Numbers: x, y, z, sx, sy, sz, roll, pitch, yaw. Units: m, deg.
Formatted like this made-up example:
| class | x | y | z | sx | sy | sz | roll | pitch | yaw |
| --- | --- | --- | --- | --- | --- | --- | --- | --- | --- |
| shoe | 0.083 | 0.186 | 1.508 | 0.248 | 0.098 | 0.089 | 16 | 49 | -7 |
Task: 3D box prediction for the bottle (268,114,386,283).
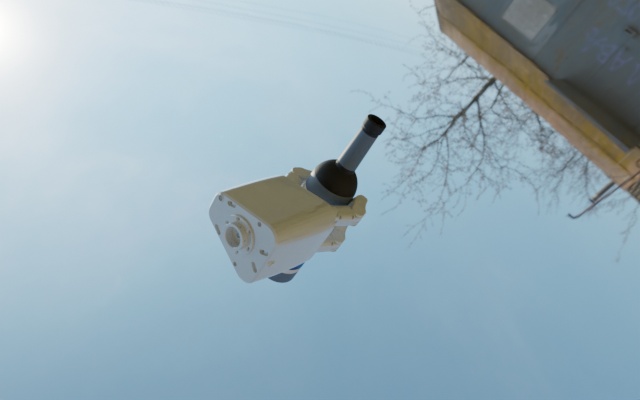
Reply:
| class | x | y | z | sx | sy | sz | roll | pitch | yaw |
| --- | --- | --- | --- | --- | --- | --- | --- | --- | --- |
| bottle | 0.000 | 0.002 | 0.670 | 0.069 | 0.069 | 0.296 | 0 | -43 | -41 |
